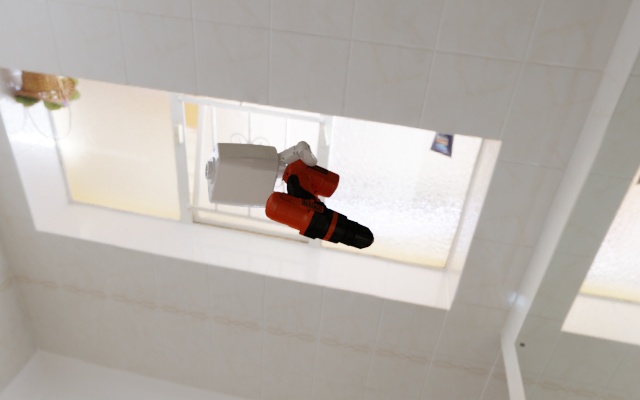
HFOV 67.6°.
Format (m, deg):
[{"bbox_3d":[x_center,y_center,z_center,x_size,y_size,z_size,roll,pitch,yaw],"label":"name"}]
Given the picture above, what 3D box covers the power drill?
[{"bbox_3d":[0.000,0.002,0.821,0.184,0.057,0.187,22,24,-12],"label":"power drill"}]
